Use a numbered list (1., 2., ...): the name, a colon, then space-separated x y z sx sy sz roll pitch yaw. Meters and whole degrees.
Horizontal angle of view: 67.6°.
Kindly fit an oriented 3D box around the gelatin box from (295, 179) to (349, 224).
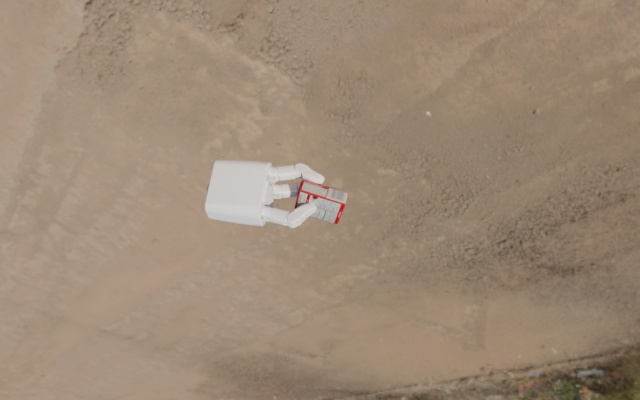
1. gelatin box: 0.000 0.003 0.877 0.089 0.030 0.073 17 -35 0
